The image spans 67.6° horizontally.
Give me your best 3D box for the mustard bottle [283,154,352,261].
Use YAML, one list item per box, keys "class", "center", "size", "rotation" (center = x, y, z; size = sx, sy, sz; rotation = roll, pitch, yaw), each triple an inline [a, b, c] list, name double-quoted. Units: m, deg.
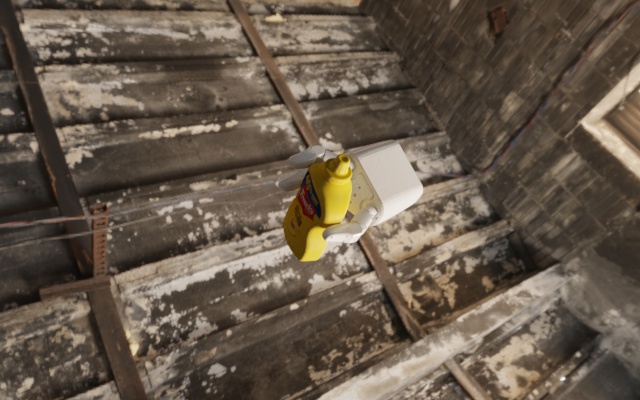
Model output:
- class: "mustard bottle"
  center: [0.000, 0.003, 0.700]
  size: [0.058, 0.096, 0.192]
  rotation: [0, -37, -25]
